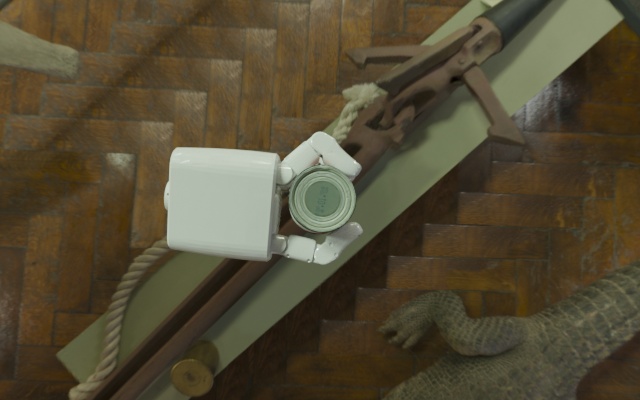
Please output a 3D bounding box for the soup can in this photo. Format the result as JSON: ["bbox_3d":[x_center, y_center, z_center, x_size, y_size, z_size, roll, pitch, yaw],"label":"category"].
[{"bbox_3d":[0.001,0.002,0.508,0.068,0.068,0.102,0,-4,-2],"label":"soup can"}]
